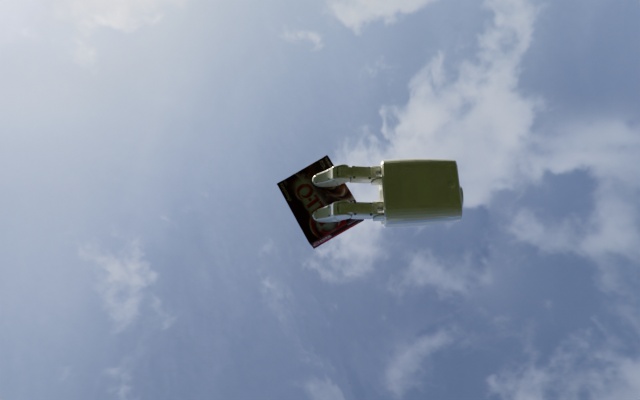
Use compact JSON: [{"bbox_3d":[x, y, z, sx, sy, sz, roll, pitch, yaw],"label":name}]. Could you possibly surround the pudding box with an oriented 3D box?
[{"bbox_3d":[0.000,0.002,0.715,0.090,0.113,0.039,-30,-22,-3],"label":"pudding box"}]
